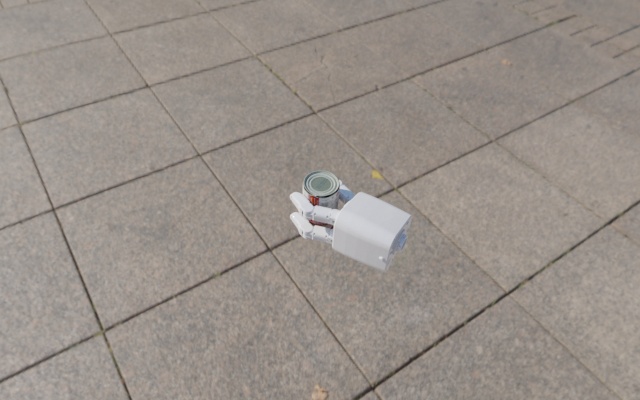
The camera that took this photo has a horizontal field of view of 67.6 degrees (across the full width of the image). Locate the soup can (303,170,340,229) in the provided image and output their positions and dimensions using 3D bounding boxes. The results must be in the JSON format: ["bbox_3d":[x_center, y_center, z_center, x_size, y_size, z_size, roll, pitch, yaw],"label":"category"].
[{"bbox_3d":[0.000,0.002,0.885,0.068,0.068,0.102,0,-42,-2],"label":"soup can"}]
